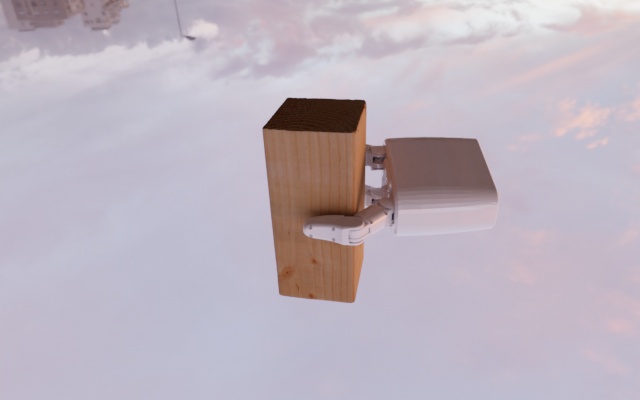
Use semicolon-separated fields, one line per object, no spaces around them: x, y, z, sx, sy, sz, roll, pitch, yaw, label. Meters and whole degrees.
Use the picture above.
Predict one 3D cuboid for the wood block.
0.000;0.002;0.523;0.090;0.206;0.090;4;31;11;wood block
